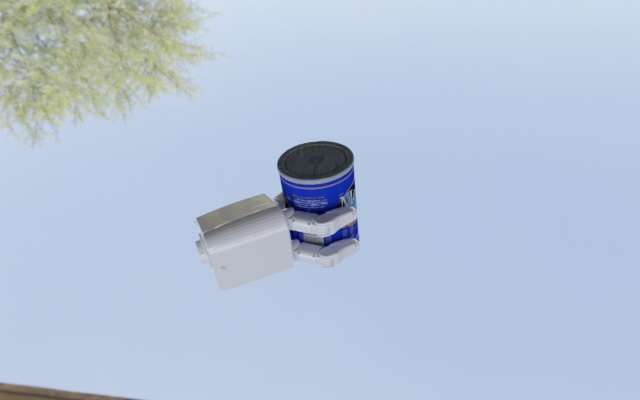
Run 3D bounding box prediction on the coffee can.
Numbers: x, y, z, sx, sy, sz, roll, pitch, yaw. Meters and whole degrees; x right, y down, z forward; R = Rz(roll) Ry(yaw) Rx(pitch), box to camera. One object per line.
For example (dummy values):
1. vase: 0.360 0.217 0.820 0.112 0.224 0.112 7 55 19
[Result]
1. coffee can: 0.000 0.002 0.668 0.103 0.140 0.102 -5 35 3
